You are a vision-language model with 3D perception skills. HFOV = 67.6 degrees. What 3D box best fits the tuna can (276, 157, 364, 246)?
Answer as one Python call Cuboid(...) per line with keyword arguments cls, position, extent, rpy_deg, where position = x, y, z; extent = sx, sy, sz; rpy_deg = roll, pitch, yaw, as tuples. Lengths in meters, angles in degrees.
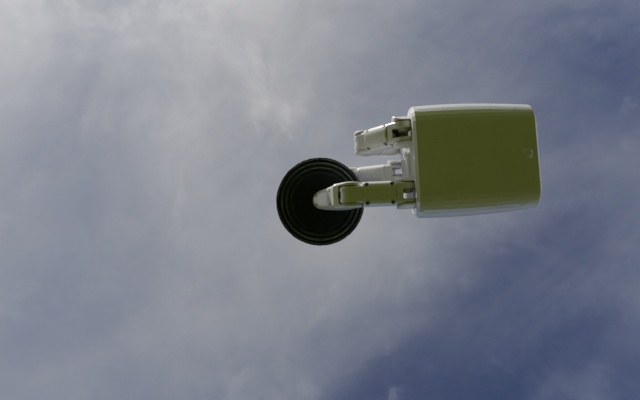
Cuboid(cls="tuna can", position=(0.000, 0.002, 0.478), extent=(0.086, 0.086, 0.034), rpy_deg=(0, -2, 1))
